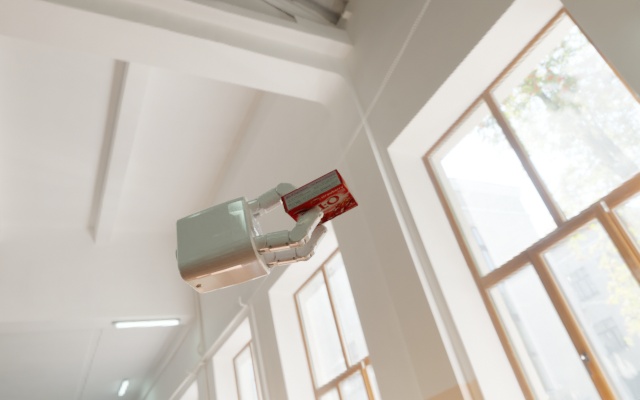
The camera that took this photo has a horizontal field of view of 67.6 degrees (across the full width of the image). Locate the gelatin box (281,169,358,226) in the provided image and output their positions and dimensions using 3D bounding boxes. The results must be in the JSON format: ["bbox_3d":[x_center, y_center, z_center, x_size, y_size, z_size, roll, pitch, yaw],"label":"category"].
[{"bbox_3d":[0.000,0.002,0.668,0.089,0.030,0.073,-27,-32,8],"label":"gelatin box"}]
